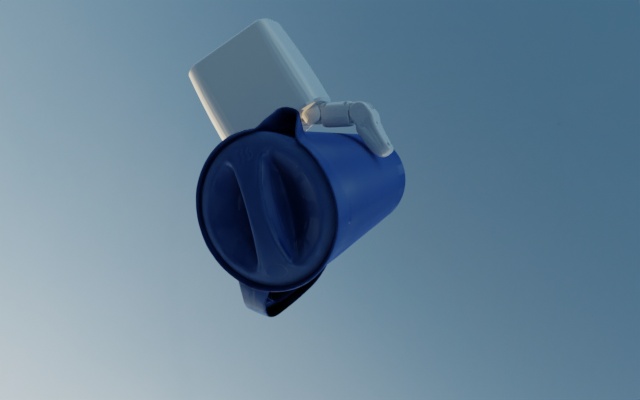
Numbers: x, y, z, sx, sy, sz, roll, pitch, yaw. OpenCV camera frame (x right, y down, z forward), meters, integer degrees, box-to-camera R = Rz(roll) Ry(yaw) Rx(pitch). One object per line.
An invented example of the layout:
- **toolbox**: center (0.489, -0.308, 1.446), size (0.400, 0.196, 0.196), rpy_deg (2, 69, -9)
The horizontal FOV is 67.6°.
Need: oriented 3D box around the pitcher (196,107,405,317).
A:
- **pitcher**: center (0.000, 0.001, 0.483), size (0.149, 0.145, 0.243), rpy_deg (-35, -7, 27)
